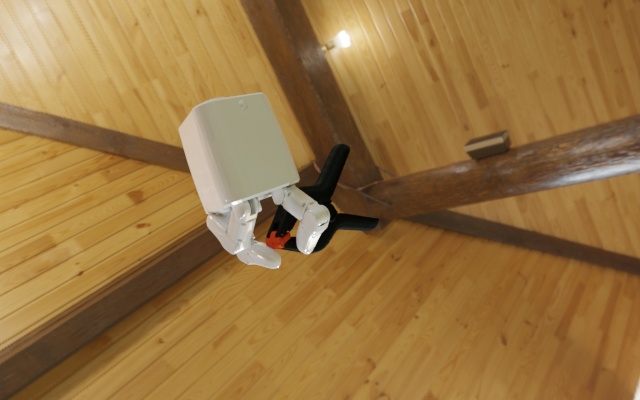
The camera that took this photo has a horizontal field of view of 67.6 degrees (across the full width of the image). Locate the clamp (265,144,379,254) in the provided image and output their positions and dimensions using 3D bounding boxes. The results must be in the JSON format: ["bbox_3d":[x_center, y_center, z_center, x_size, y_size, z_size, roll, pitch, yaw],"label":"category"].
[{"bbox_3d":[0.000,0.002,0.578,0.171,0.120,0.039,-22,2,-44],"label":"clamp"}]
